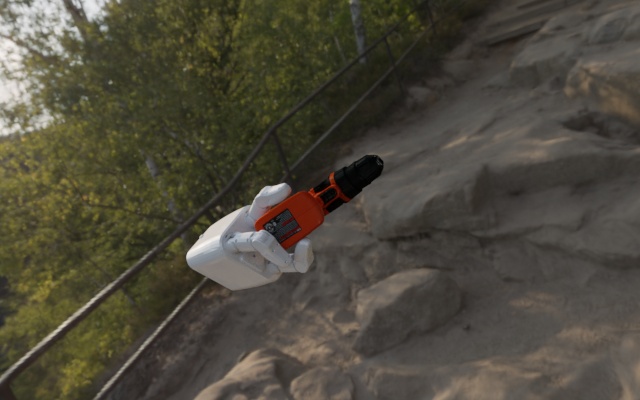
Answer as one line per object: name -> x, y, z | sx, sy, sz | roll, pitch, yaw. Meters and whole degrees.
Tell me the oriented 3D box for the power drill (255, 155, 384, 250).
power drill -> 0.000, 0.003, 0.710 | 0.184, 0.057, 0.187 | -36, -2, 26
